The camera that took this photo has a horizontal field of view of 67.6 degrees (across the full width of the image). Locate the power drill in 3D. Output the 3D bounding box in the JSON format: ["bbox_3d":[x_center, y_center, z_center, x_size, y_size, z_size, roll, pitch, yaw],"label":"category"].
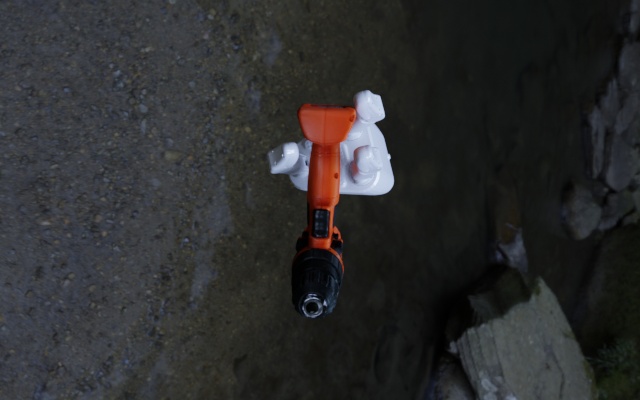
[{"bbox_3d":[0.000,0.001,0.473,0.057,0.188,0.184,5,15,0],"label":"power drill"}]
